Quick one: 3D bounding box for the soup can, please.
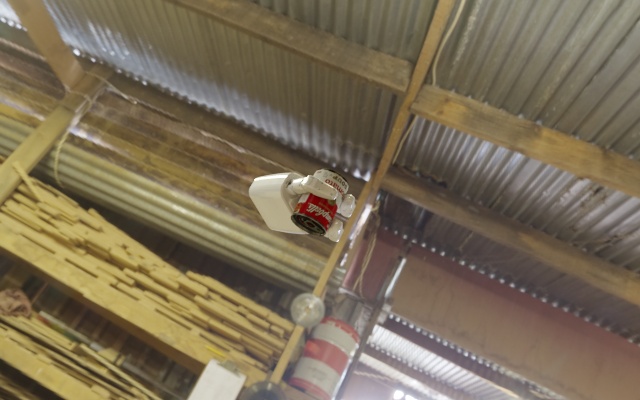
[{"bbox_3d":[0.001,0.002,0.842,0.068,0.102,0.068,23,-25,11],"label":"soup can"}]
